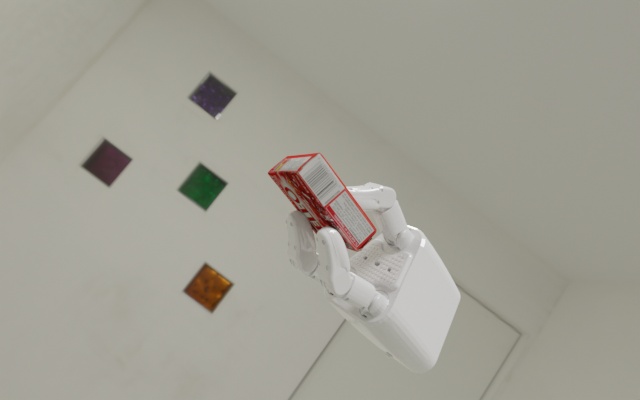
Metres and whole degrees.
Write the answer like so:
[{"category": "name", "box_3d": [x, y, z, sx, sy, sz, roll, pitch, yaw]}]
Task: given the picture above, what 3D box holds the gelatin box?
[{"category": "gelatin box", "box_3d": [0.000, 0.001, 0.422, 0.030, 0.089, 0.073, -43, 19, -16]}]
